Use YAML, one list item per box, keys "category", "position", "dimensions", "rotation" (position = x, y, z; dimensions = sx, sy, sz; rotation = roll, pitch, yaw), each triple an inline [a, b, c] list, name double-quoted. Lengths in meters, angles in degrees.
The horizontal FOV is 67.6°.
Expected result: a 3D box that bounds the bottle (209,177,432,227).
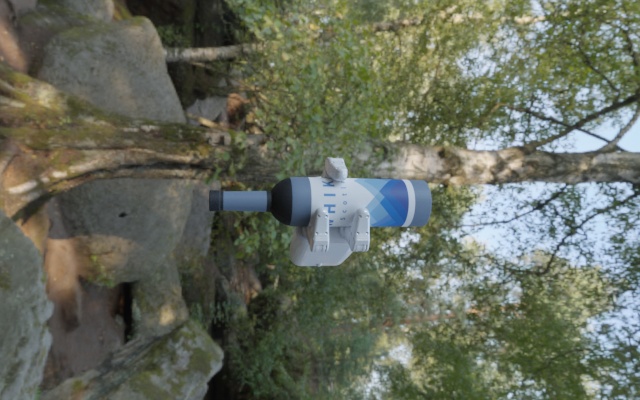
- category: "bottle"
  position: [0.000, 0.002, 0.649]
  dimensions: [0.296, 0.069, 0.069]
  rotation: [1, 0, -12]
